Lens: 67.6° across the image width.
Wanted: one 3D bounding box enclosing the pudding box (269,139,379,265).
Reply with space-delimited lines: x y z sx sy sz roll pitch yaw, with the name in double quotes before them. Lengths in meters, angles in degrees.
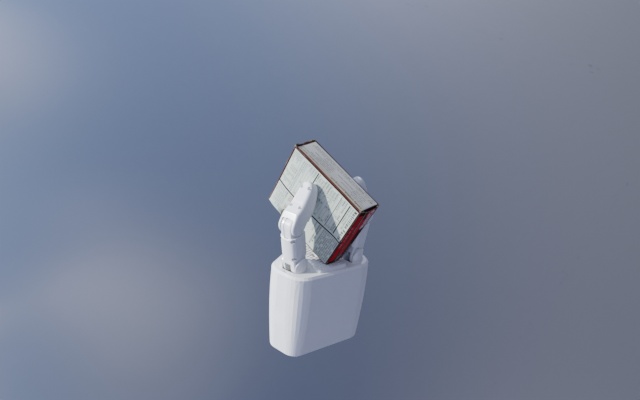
"pudding box" 0.000 0.002 0.540 0.113 0.090 0.039 46 38 19
